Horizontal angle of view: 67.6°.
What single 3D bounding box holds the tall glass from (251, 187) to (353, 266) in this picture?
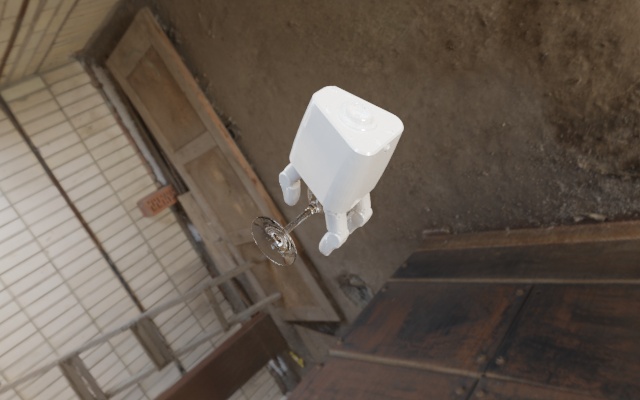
[{"bbox_3d":[0.000,0.003,0.663,0.079,0.079,0.201,0,30,44],"label":"tall glass"}]
